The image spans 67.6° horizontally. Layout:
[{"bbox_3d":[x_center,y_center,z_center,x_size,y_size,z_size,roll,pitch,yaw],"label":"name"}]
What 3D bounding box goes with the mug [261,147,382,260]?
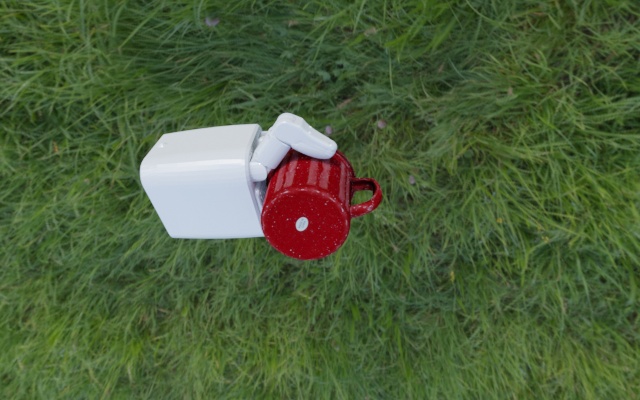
[{"bbox_3d":[0.002,0.002,0.455,0.117,0.093,0.081,-4,31,6],"label":"mug"}]
